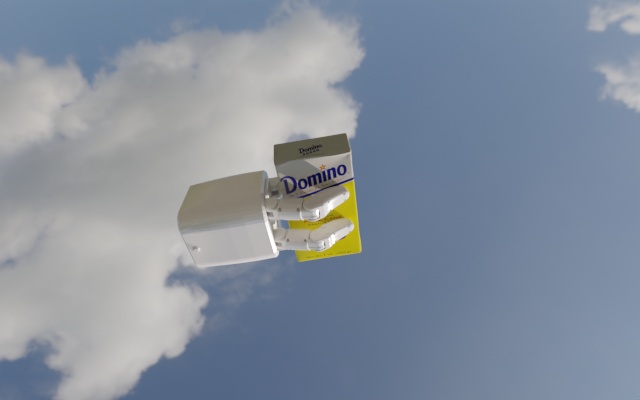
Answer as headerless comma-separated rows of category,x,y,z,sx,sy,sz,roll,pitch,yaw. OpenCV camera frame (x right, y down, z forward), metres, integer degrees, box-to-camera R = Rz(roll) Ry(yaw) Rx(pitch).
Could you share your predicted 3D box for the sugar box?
sugar box,0.000,0.003,0.619,0.093,0.176,0.048,-10,44,1
